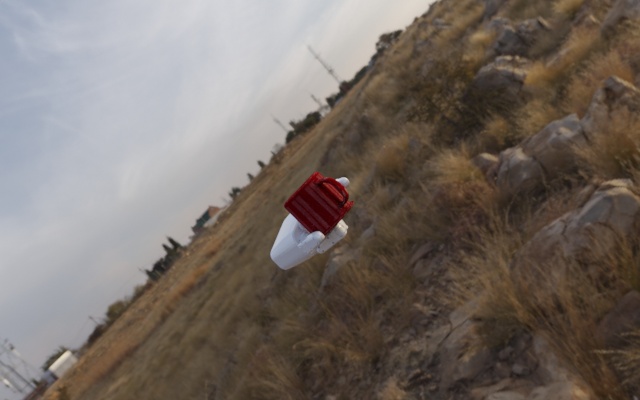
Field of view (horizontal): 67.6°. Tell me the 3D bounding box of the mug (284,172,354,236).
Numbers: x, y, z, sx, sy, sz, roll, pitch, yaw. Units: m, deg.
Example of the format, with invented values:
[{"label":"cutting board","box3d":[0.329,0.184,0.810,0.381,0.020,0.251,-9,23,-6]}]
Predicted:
[{"label":"mug","box3d":[0.001,0.002,0.777,0.093,0.081,0.117,-49,5,-39]}]
